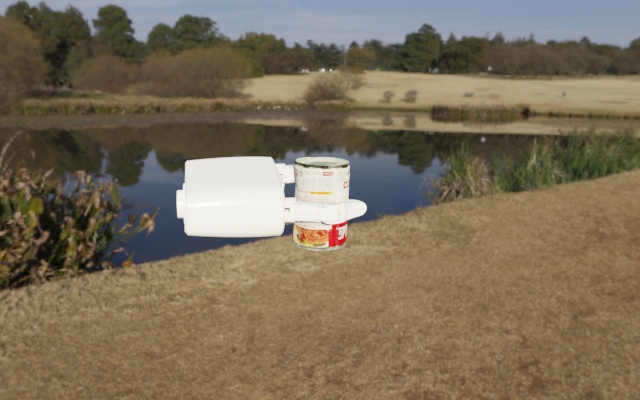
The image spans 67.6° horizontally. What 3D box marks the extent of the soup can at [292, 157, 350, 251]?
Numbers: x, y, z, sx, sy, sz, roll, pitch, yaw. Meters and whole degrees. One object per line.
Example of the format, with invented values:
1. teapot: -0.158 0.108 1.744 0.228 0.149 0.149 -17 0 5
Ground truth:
1. soup can: 0.001 0.002 0.582 0.068 0.102 0.068 2 14 0
